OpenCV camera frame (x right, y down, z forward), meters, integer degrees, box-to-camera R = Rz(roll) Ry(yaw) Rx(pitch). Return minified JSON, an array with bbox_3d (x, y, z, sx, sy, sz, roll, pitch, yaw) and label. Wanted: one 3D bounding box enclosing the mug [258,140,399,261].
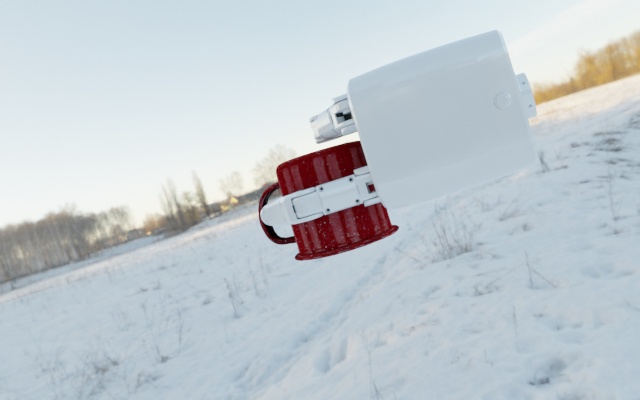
[{"bbox_3d":[-0.001,0.002,0.412,0.117,0.081,0.093,-16,2,20],"label":"mug"}]
